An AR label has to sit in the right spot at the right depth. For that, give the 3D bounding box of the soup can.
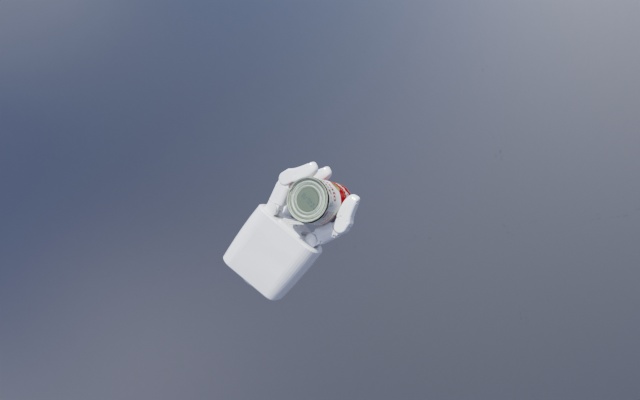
[{"bbox_3d":[0.000,0.002,0.712,0.068,0.068,0.102,0,-4,23],"label":"soup can"}]
